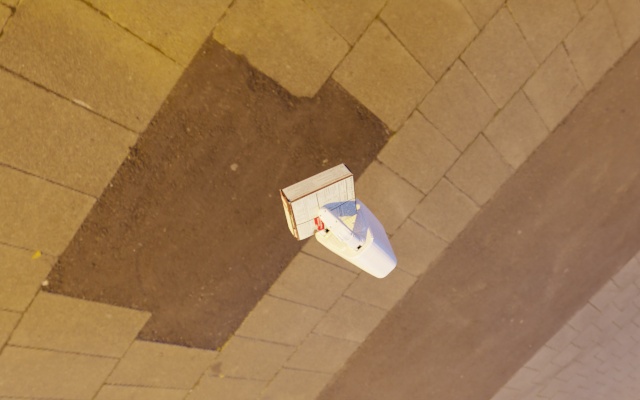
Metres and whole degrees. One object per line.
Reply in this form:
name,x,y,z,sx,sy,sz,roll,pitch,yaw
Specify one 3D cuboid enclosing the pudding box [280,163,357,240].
pudding box,0.000,0.003,0.747,0.113,0.090,0.039,-25,45,-15
